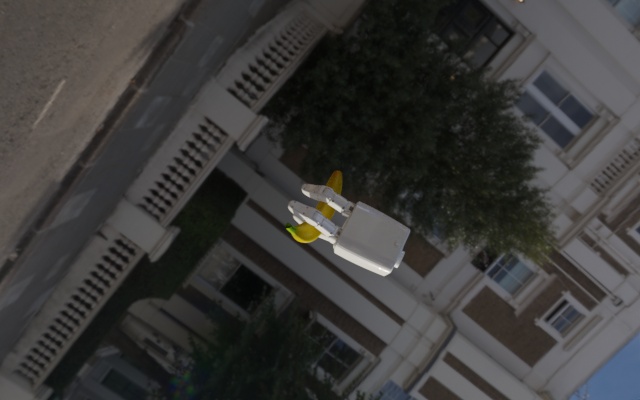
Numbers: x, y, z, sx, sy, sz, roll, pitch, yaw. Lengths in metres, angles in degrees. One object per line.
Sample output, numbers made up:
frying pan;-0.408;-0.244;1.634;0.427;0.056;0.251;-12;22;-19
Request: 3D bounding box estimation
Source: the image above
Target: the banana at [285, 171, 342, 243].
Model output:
banana;-0.001;0.020;0.880;0.037;0.070;0.197;14;39;22
